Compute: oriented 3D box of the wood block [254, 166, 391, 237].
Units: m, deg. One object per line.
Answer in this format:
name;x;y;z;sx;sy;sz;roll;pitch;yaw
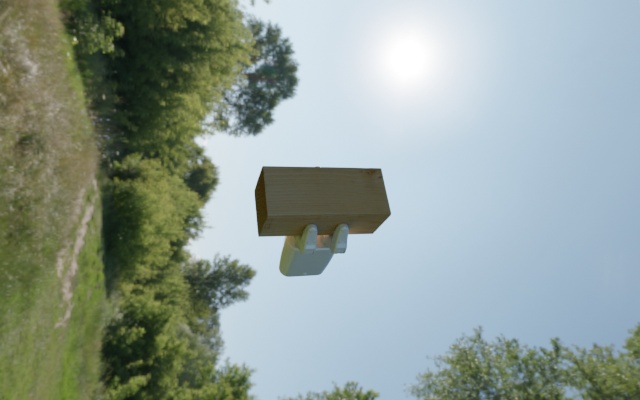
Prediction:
wood block;0.000;0.003;0.805;0.206;0.090;0.090;0;-27;-18
